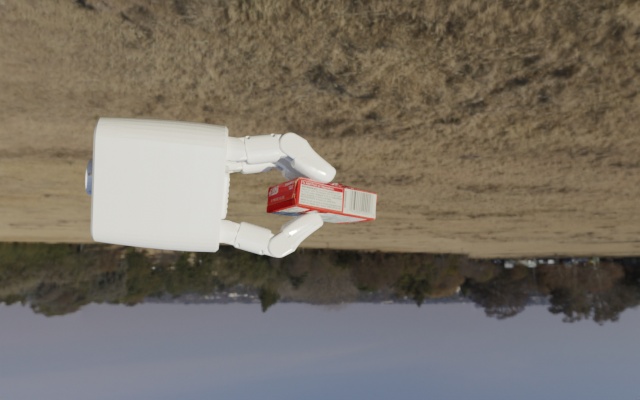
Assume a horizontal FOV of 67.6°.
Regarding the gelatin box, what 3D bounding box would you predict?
[{"bbox_3d":[0.000,0.002,0.476,0.089,0.030,0.073,11,-10,-25],"label":"gelatin box"}]
